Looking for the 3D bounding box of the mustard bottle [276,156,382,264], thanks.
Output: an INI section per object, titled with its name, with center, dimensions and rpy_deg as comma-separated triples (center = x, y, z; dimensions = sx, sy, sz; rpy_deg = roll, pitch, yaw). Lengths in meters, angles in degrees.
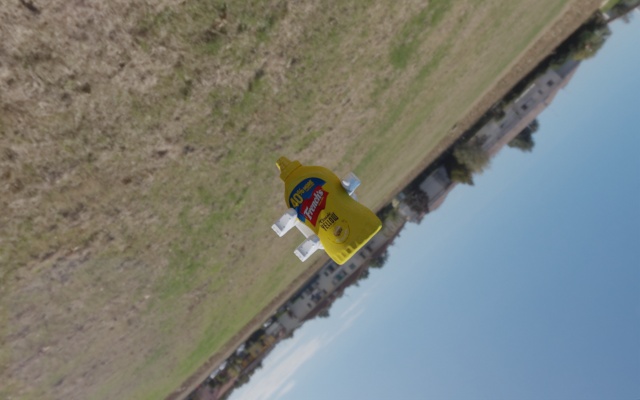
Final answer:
[mustard bottle]
center = 0.000, 0.003, 0.758
dimensions = 0.096, 0.191, 0.058
rpy_deg = -47, -8, 28
